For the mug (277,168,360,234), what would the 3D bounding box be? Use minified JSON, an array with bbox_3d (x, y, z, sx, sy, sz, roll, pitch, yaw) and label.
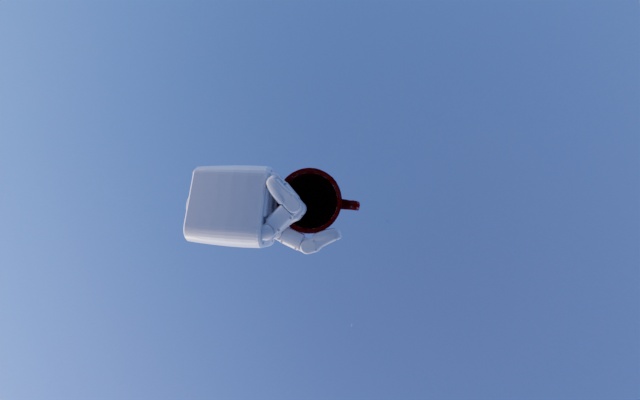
[{"bbox_3d":[0.002,0.002,0.710,0.117,0.093,0.081,3,-2,7],"label":"mug"}]
